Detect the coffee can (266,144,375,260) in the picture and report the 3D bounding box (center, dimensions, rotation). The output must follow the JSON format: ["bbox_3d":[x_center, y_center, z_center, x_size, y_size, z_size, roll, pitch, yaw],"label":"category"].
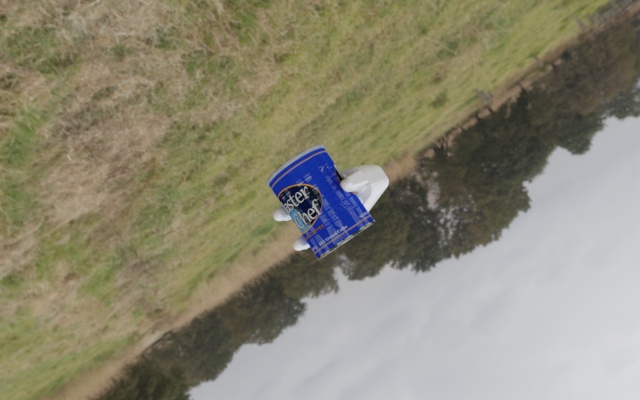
[{"bbox_3d":[0.000,0.002,0.711,0.103,0.140,0.103,-34,-6,-4],"label":"coffee can"}]
